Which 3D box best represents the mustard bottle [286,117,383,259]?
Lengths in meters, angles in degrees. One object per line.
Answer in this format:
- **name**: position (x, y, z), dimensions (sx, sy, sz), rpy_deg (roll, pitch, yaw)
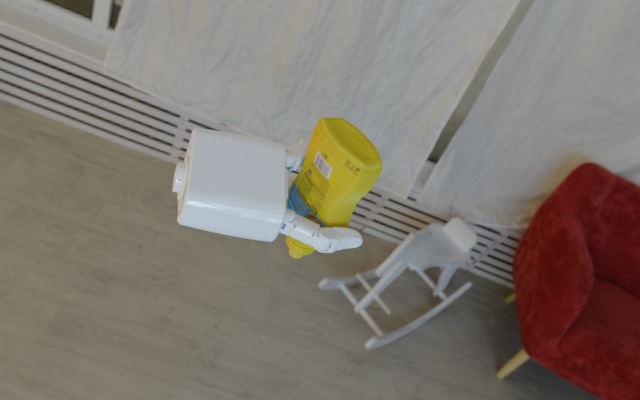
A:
- **mustard bottle**: position (0.000, 0.002, 0.579), dimensions (0.058, 0.192, 0.096), rpy_deg (-8, 48, -38)
